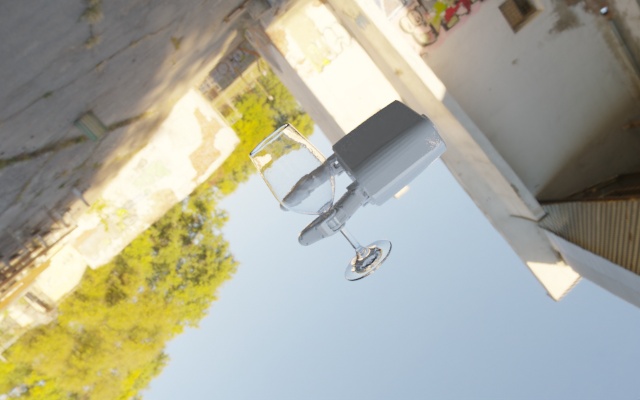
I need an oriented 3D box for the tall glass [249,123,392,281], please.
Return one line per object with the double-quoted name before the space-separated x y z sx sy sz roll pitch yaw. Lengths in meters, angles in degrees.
"tall glass" 0.000 0.003 0.586 0.079 0.201 0.079 -37 15 11
